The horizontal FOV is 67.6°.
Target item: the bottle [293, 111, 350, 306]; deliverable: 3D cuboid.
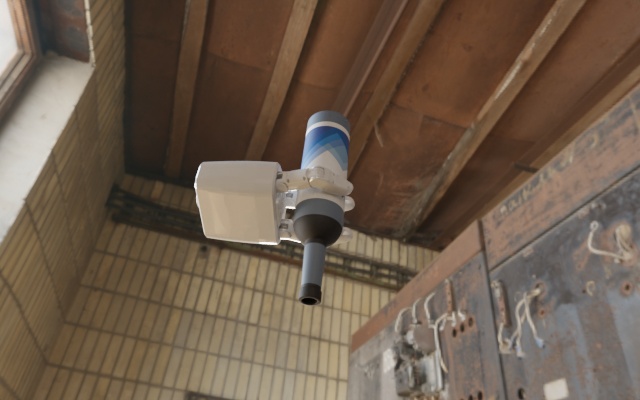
[{"bbox_3d":[0.000,0.002,0.652,0.069,0.295,0.069,4,-37,3],"label":"bottle"}]
